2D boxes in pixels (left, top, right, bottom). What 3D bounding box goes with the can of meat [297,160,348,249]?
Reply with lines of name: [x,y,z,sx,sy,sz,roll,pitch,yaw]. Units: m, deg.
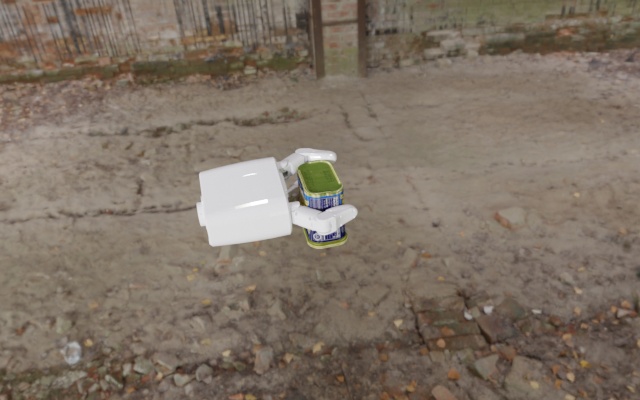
can of meat: [0.000,0.002,0.662,0.057,0.084,0.102,-10,31,-9]
